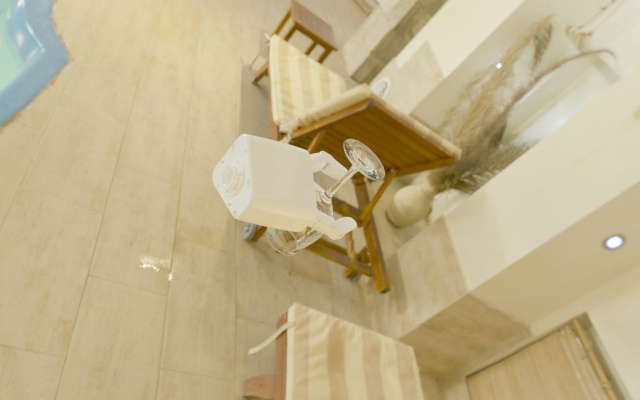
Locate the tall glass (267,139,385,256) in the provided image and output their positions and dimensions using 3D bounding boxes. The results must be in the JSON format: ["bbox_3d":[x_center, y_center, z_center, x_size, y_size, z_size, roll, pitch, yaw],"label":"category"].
[{"bbox_3d":[0.001,0.002,0.710,0.079,0.079,0.201,0,-37,-50],"label":"tall glass"}]
